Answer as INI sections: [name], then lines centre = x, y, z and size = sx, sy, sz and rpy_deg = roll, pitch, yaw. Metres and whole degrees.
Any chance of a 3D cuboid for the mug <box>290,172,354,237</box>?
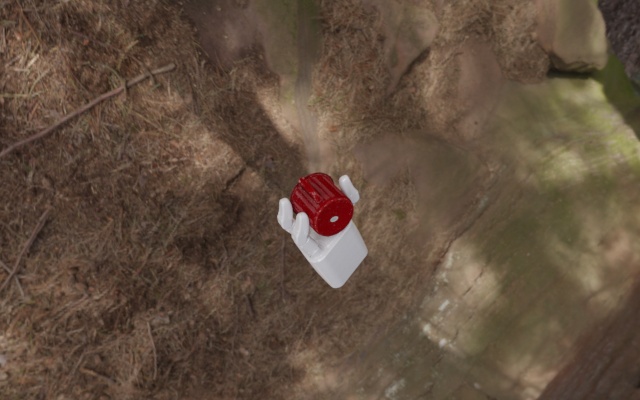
[mug]
centre = 0.000, 0.002, 0.830
size = 0.081, 0.093, 0.117
rpy_deg = 45, -6, 46
